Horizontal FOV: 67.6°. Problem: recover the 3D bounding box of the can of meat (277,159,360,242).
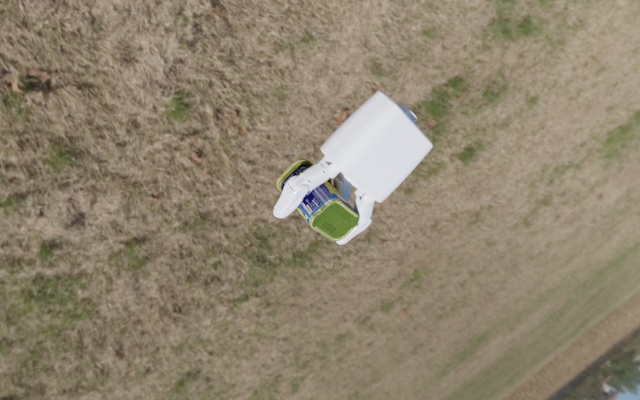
[{"bbox_3d":[0.000,0.002,0.655,0.084,0.057,0.102,50,8,33],"label":"can of meat"}]
